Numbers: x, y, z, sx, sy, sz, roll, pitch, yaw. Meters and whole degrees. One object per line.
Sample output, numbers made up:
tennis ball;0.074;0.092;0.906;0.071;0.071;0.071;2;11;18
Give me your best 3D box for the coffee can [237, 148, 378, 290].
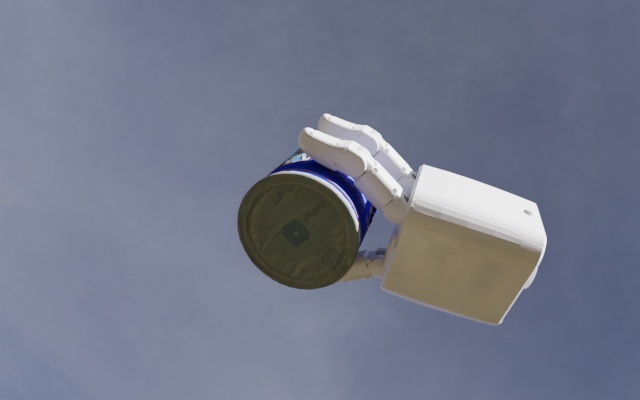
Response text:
coffee can;0.000;0.002;0.440;0.103;0.103;0.140;0;22;18
